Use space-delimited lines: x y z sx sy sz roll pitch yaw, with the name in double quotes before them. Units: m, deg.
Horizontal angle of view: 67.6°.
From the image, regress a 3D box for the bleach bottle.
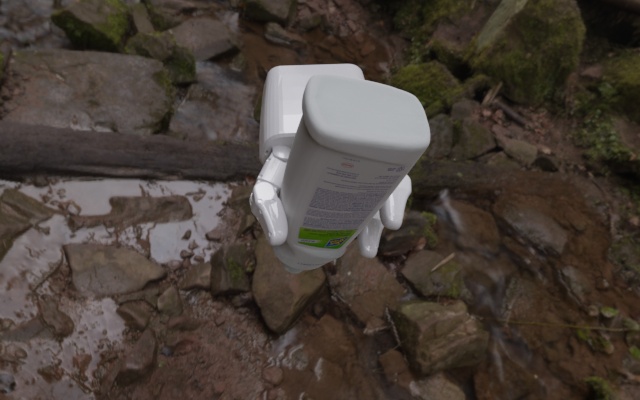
"bleach bottle" 0.000 0.001 0.446 0.102 0.068 0.251 7 -36 -17
